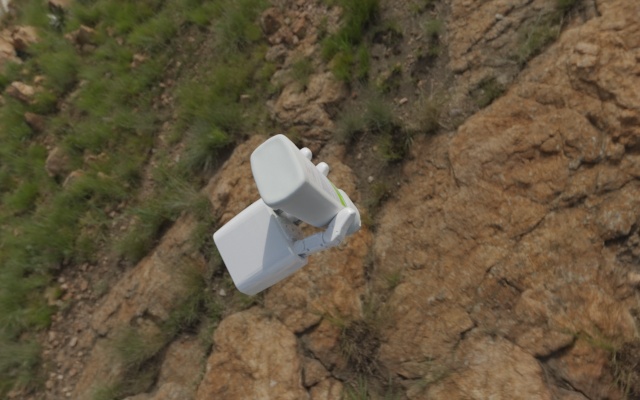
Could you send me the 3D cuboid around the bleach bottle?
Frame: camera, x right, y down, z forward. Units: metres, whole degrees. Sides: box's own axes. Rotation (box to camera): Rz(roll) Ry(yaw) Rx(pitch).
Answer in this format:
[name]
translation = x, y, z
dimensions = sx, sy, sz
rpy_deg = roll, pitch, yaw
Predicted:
[bleach bottle]
translation = 0.000, 0.002, 0.704
dimensions = 0.068, 0.102, 0.251
rpy_deg = -33, -34, 14
